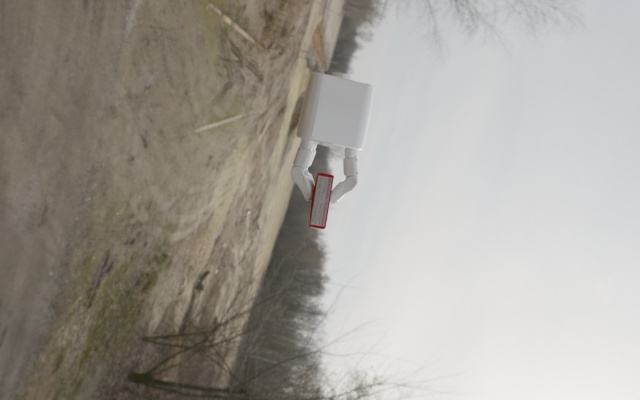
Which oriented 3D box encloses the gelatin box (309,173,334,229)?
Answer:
[{"bbox_3d":[0.001,0.003,0.796,0.030,0.089,0.073,8,-5,-1],"label":"gelatin box"}]
